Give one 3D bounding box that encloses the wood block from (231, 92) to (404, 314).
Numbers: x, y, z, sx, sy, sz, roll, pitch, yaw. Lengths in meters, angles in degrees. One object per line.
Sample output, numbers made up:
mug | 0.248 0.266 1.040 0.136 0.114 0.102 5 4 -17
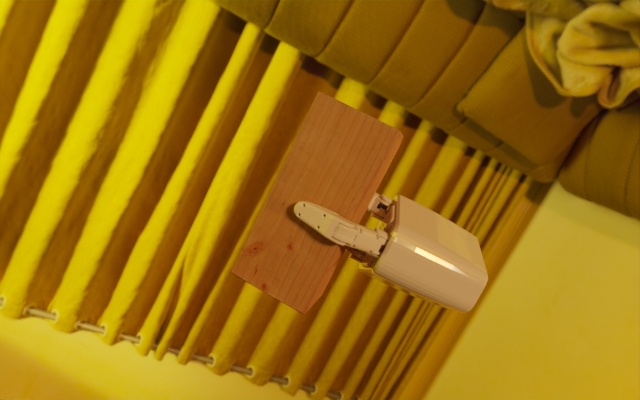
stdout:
wood block | 0.000 0.002 0.512 0.090 0.206 0.091 28 8 10
